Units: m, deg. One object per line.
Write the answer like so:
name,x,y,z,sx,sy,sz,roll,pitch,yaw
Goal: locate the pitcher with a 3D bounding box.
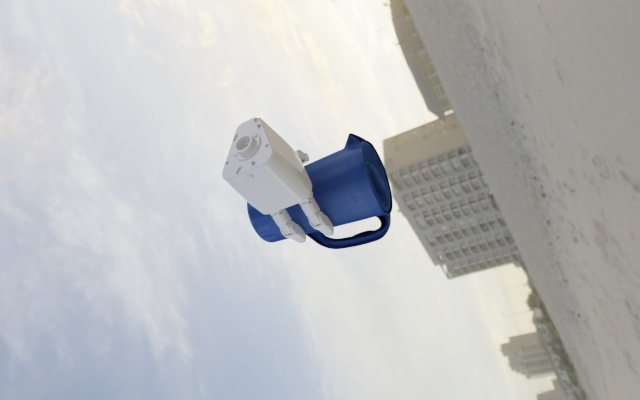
pitcher,0.000,0.003,0.844,0.243,0.149,0.145,-19,-35,22
